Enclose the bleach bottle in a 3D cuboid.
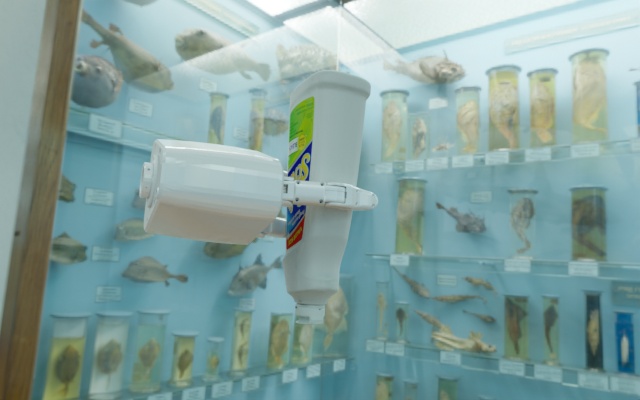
[{"bbox_3d":[0.000,0.002,0.501,0.068,0.251,0.102,7,-9,-25],"label":"bleach bottle"}]
